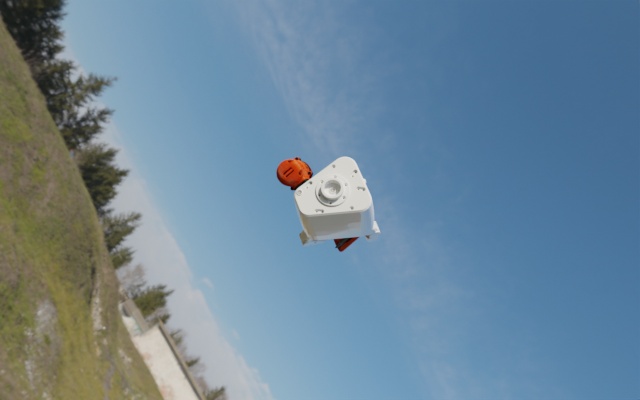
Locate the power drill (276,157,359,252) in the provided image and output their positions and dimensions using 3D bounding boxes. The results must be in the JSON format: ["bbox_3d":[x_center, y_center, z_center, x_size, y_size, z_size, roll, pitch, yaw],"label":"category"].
[{"bbox_3d":[0.000,0.003,0.870,0.057,0.187,0.184,-43,-3,7],"label":"power drill"}]
